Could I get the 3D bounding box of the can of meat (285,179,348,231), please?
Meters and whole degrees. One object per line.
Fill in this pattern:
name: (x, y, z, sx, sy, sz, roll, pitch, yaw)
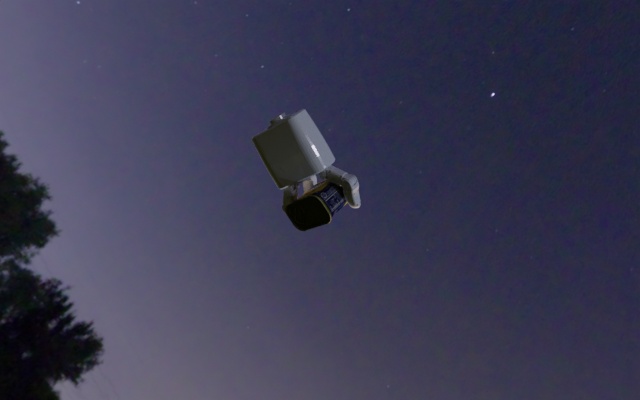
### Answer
can of meat: (0.000, 0.003, 0.853, 0.102, 0.057, 0.084, -21, 16, 48)
